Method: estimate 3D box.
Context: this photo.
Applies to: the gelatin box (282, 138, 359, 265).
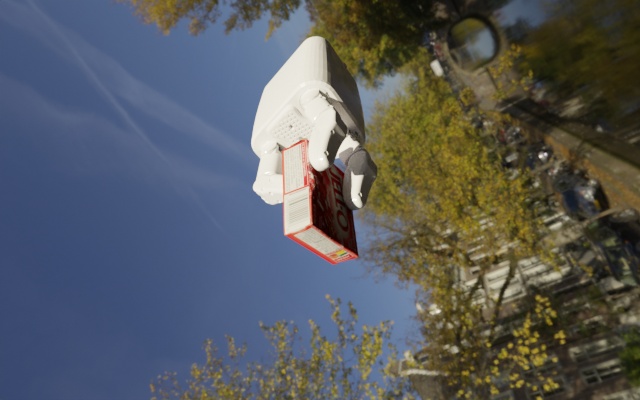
[{"bbox_3d":[0.000,0.002,0.415,0.030,0.089,0.073,-22,-37,26],"label":"gelatin box"}]
